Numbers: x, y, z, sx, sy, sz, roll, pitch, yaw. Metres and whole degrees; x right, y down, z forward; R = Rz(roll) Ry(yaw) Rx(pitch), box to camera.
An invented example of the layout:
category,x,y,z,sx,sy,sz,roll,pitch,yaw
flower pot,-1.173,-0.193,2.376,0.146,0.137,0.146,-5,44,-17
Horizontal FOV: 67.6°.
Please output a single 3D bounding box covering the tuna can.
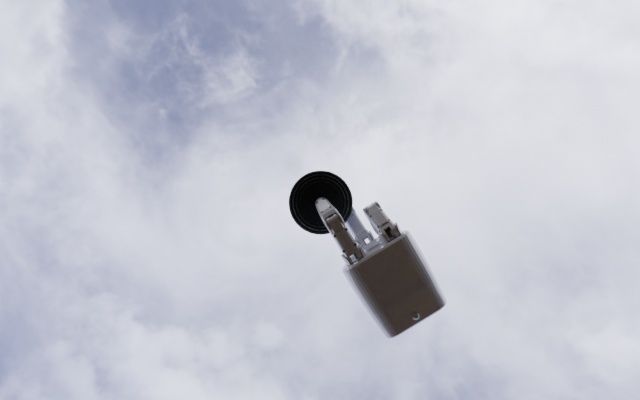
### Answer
category,x,y,z,sx,sy,sz,roll,pitch,yaw
tuna can,0.000,0.002,0.653,0.086,0.086,0.034,0,3,-1
